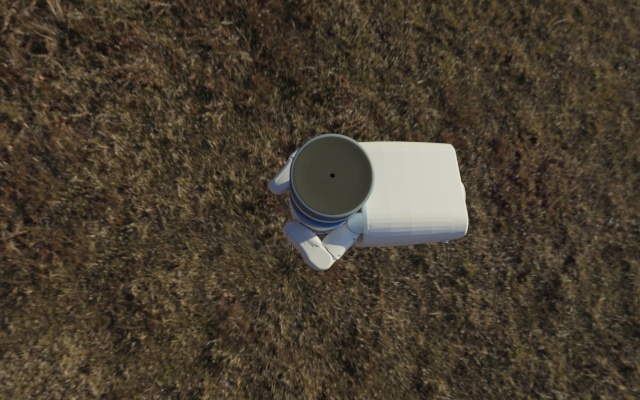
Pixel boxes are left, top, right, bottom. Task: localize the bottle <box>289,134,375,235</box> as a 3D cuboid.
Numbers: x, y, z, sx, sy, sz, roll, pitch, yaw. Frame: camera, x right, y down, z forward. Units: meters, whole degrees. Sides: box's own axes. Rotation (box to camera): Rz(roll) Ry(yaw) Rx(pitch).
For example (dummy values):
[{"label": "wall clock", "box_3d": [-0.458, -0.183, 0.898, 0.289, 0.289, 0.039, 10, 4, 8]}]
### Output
[{"label": "bottle", "box_3d": [0.000, 0.002, 0.511, 0.069, 0.069, 0.296, 0, -8, -4]}]
